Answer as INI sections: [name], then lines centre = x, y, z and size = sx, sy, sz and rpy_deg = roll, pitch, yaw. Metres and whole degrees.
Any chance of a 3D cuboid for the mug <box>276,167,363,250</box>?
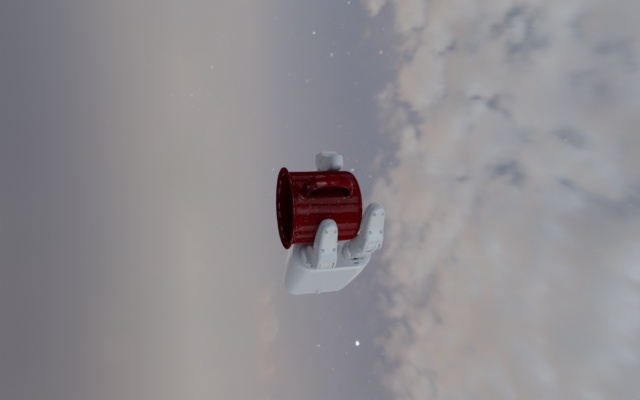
[mug]
centre = 0.001, 0.001, 0.537
size = 0.081, 0.093, 0.117
rpy_deg = -2, -26, -16
